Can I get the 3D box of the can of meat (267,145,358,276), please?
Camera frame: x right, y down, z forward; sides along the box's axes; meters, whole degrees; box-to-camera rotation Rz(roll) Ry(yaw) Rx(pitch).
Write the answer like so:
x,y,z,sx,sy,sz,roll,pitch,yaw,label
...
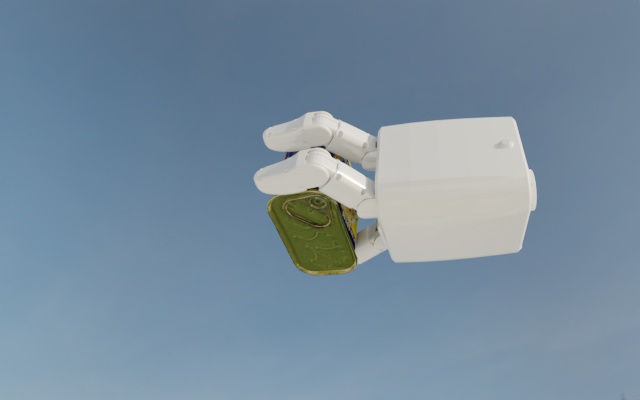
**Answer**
x,y,z,sx,sy,sz,roll,pitch,yaw,label
0.000,0.001,0.419,0.057,0.084,0.102,-7,-47,17,can of meat
